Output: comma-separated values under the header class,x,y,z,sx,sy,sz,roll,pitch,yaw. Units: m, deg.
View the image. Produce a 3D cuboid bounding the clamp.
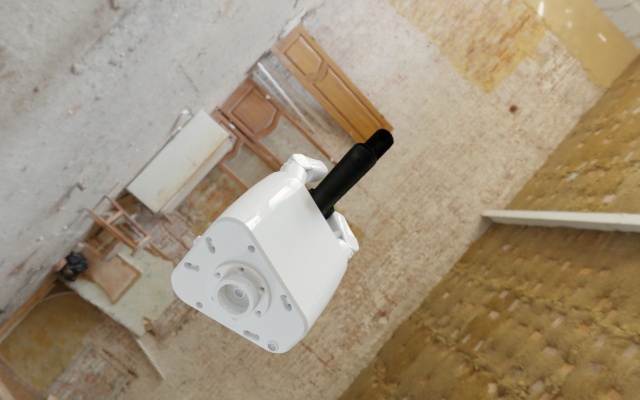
class,x,y,z,sx,sy,sz,roll,pitch,yaw
clamp,0.000,0.003,0.512,0.210,0.036,0.164,-46,-2,26
